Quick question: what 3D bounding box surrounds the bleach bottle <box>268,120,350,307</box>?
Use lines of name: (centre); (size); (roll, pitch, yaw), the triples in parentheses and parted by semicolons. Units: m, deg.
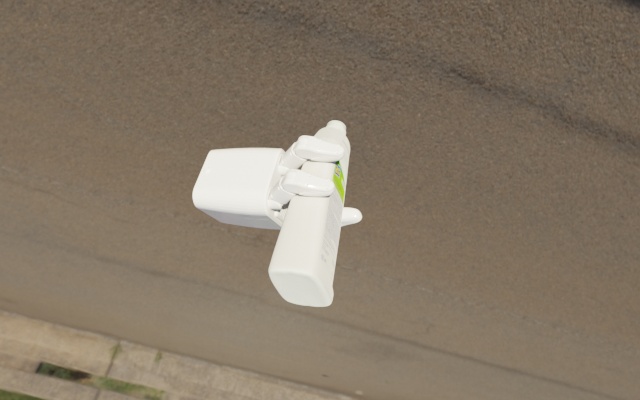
bleach bottle: (0.000, 0.002, 0.624); (0.068, 0.250, 0.103); (3, -35, 17)
